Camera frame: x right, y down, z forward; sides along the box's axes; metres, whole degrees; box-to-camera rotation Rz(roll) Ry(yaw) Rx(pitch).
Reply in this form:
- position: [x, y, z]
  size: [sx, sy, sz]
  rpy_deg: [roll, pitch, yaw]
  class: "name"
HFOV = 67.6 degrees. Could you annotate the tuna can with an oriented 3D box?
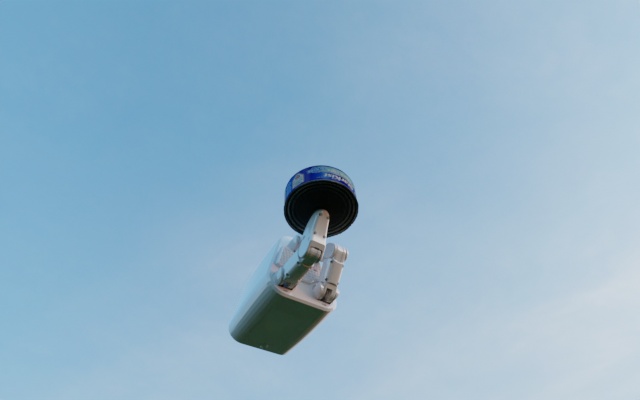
- position: [0.000, 0.001, 0.556]
  size: [0.086, 0.086, 0.033]
  rpy_deg: [0, 38, -4]
  class: "tuna can"
